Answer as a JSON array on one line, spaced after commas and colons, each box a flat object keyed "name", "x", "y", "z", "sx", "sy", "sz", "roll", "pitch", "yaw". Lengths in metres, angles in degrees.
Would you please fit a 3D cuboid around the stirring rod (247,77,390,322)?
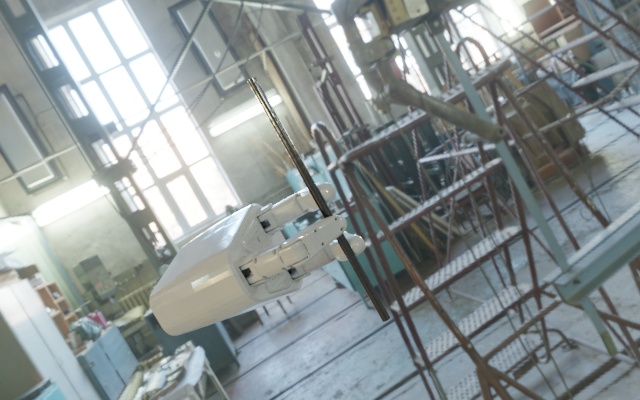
[{"name": "stirring rod", "x": 0.000, "y": 0.001, "z": 0.416, "sx": 0.011, "sy": 0.239, "sz": 0.011, "roll": -29, "pitch": 5, "yaw": 3}]
